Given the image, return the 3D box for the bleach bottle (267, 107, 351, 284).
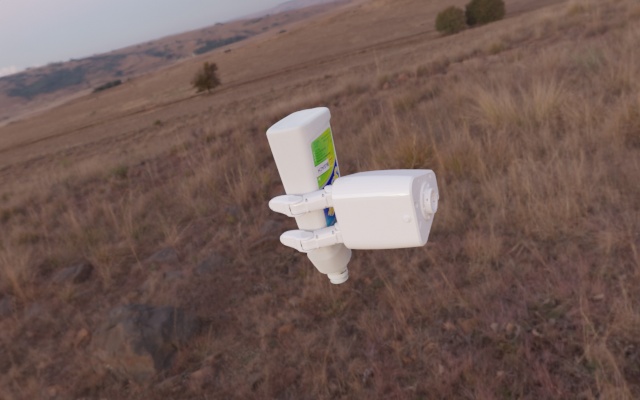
[{"bbox_3d":[0.000,0.002,0.687,0.068,0.251,0.102,-3,25,29],"label":"bleach bottle"}]
